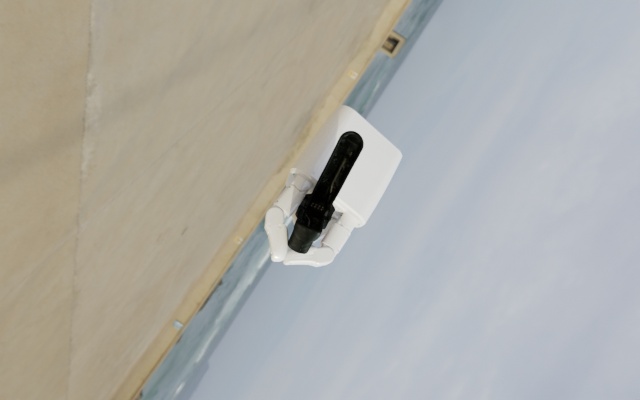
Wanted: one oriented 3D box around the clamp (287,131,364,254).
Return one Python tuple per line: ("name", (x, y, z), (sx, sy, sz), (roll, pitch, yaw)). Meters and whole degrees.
("clamp", (0.001, 0.002, 0.499), (0.039, 0.120, 0.171), (33, -17, -1))
